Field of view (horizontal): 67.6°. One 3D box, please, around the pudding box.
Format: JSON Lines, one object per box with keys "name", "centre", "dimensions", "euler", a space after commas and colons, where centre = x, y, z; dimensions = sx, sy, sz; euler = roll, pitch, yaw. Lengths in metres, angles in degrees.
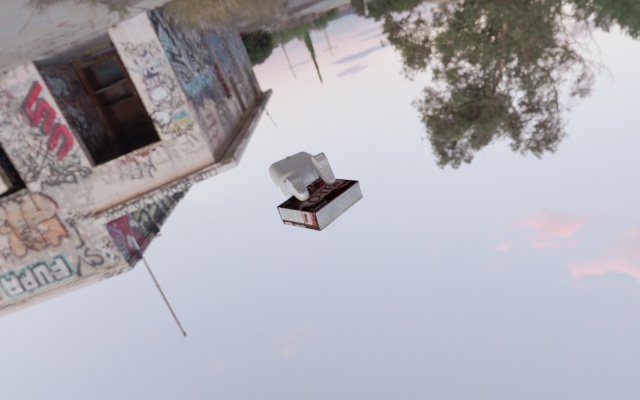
{"name": "pudding box", "centre": [0.000, 0.003, 0.780], "dimensions": [0.090, 0.039, 0.113], "euler": [7, 35, 45]}
